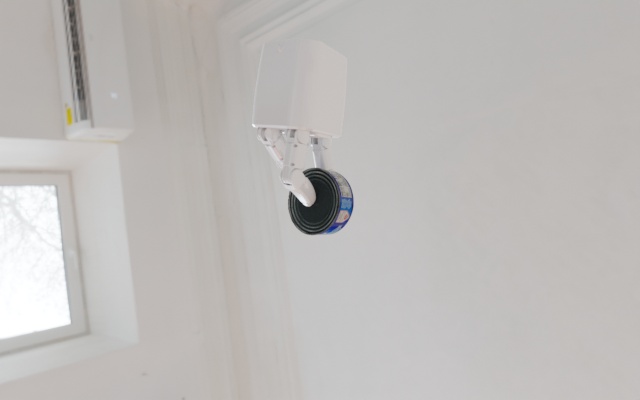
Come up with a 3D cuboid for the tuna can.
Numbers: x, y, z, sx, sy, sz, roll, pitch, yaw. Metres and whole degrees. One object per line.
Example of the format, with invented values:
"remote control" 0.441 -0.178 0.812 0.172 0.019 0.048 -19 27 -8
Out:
"tuna can" 0.000 0.002 0.615 0.086 0.086 0.034 0 -3 40
